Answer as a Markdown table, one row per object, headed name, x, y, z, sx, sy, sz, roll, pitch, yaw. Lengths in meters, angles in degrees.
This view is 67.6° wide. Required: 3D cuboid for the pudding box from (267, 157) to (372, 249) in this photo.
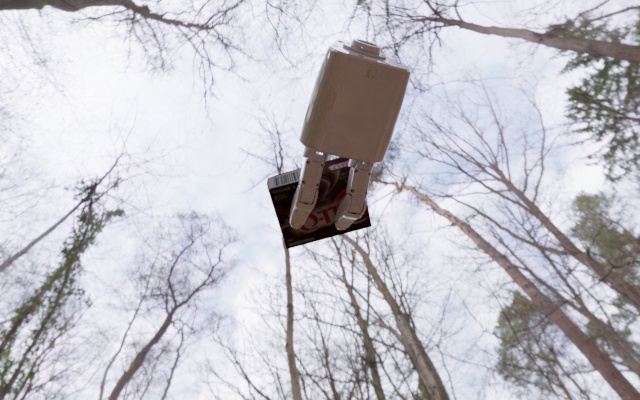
| name | x | y | z | sx | sy | sz | roll | pitch | yaw |
| --- | --- | --- | --- | --- | --- | --- | --- | --- | --- |
| pudding box | 0.000 | 0.002 | 0.581 | 0.113 | 0.090 | 0.039 | -14 | 31 | 0 |
